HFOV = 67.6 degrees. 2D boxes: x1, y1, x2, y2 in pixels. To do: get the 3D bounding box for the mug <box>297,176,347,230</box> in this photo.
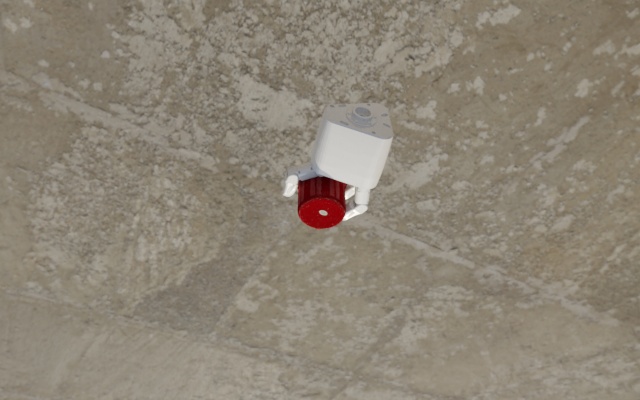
[{"bbox_3d":[0.000,0.004,0.833,0.093,0.081,0.117,6,-45,-7],"label":"mug"}]
